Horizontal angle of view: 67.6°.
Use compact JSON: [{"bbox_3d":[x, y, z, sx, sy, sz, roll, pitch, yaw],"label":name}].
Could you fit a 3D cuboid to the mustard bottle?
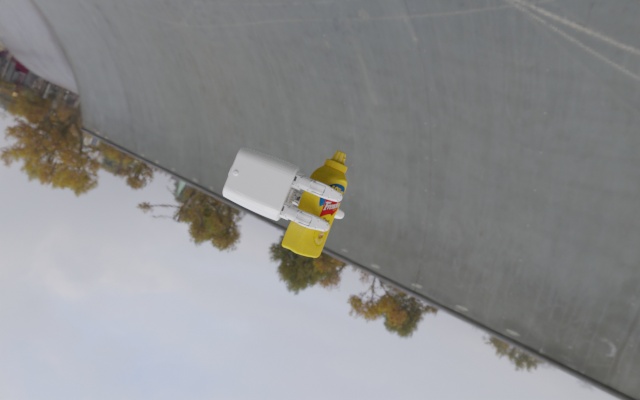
[{"bbox_3d":[0.000,0.003,0.844,0.058,0.191,0.096,22,0,30],"label":"mustard bottle"}]
